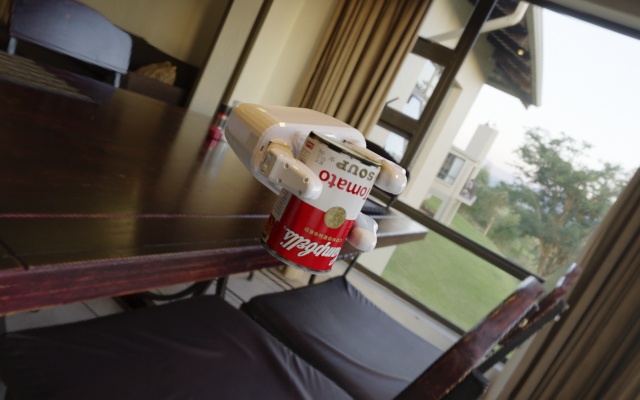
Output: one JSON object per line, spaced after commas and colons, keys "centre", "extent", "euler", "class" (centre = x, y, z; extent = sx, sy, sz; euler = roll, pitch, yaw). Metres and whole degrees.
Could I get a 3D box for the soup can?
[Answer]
{"centre": [0.000, 0.001, 0.401], "extent": [0.068, 0.102, 0.068], "euler": [25, 11, -5], "class": "soup can"}
